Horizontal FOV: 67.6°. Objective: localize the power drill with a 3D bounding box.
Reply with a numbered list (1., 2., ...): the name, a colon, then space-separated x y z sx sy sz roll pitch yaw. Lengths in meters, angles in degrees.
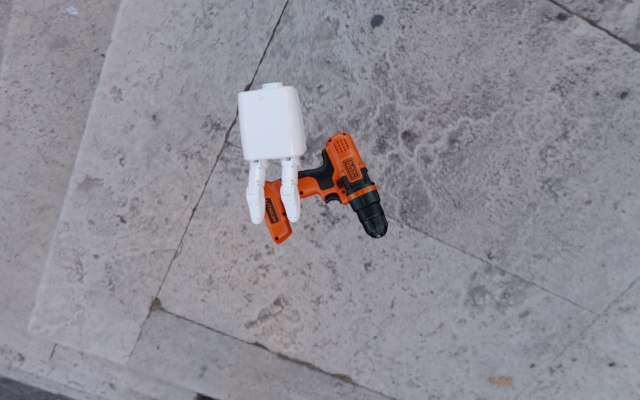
1. power drill: 0.000 0.002 0.784 0.187 0.184 0.057 -23 -8 0
